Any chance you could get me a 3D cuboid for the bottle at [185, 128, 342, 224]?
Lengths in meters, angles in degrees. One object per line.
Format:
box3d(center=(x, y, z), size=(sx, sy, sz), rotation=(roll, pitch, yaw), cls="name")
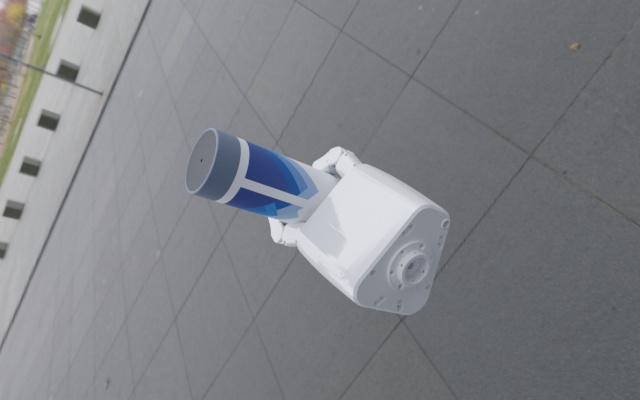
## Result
box3d(center=(0.000, 0.002, 0.537), size=(0.296, 0.069, 0.069), rotation=(19, -11, -35), cls="bottle")
